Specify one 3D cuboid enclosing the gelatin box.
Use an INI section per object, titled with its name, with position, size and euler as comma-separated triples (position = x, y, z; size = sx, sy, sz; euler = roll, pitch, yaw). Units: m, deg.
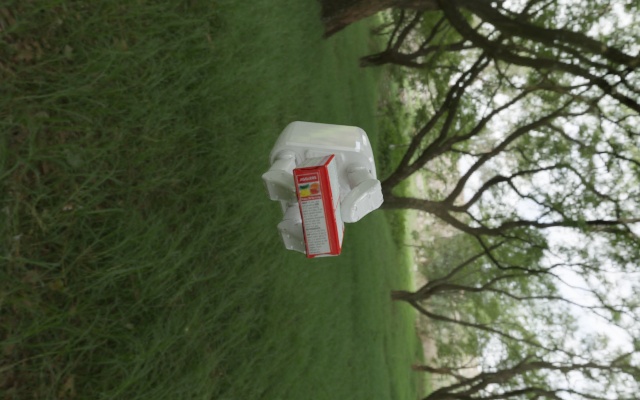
[gelatin box]
position = 0.000, 0.001, 0.413
size = 0.030, 0.073, 0.089
euler = -7, 11, 7
